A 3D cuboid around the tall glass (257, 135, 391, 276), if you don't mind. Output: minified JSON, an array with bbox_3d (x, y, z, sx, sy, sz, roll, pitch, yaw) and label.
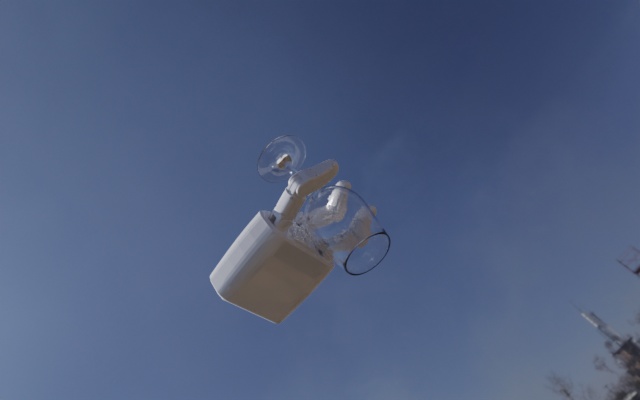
[{"bbox_3d":[0.000,0.001,0.583,0.079,0.079,0.201,0,35,-40],"label":"tall glass"}]
